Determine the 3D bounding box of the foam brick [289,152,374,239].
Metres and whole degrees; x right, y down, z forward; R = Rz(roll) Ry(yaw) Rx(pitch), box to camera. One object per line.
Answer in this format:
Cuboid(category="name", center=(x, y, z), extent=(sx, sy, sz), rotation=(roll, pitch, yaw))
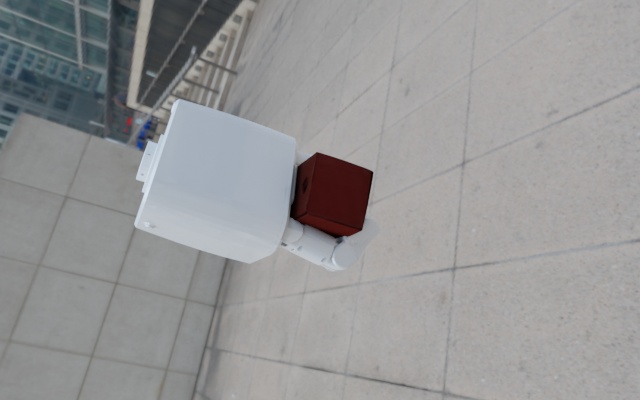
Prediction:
Cuboid(category="foam brick", center=(0.000, 0.001, 0.402), extent=(0.051, 0.053, 0.078), rotation=(19, -21, -20))
